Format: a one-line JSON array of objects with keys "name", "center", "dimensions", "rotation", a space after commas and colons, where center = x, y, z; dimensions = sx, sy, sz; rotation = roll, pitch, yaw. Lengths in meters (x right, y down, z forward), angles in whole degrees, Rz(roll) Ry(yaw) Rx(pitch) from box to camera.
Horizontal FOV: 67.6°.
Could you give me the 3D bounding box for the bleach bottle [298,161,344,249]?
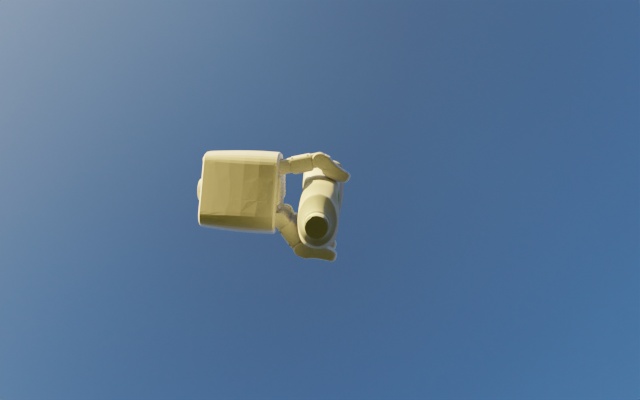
[{"name": "bleach bottle", "center": [0.000, 0.002, 0.685], "dimensions": [0.068, 0.102, 0.251], "rotation": [2, 10, 2]}]
